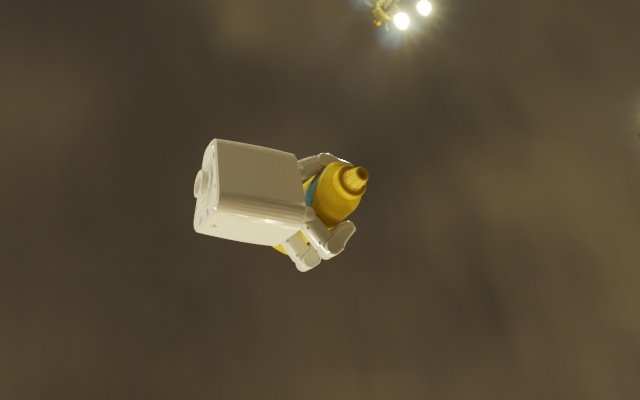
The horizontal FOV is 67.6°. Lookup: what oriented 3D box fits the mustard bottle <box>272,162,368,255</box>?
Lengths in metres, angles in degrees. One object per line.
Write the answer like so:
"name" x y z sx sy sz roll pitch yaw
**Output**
"mustard bottle" 0.000 0.002 0.623 0.058 0.096 0.192 34 -34 -15
